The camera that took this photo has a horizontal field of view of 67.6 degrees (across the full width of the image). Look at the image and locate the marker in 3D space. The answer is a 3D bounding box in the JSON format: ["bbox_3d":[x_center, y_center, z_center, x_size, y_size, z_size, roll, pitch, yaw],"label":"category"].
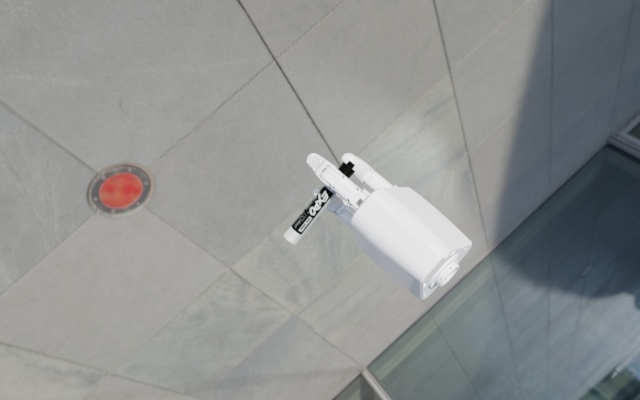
[{"bbox_3d":[0.000,0.002,0.573,0.020,0.121,0.020,39,6,-5],"label":"marker"}]
